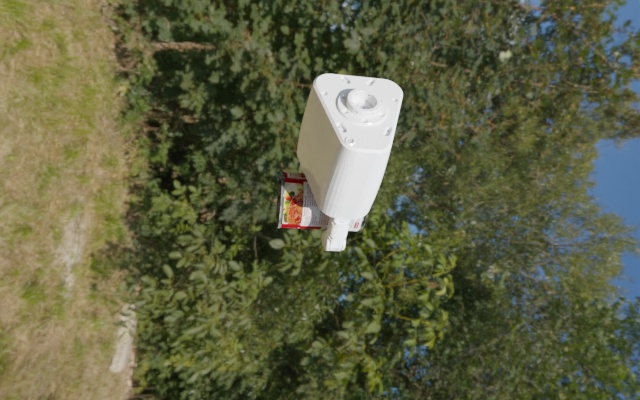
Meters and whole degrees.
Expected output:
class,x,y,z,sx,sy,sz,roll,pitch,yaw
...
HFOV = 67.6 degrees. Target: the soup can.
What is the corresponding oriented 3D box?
class,x,y,z,sx,sy,sz,roll,pitch,yaw
soup can,0.000,0.002,0.579,0.102,0.068,0.068,3,-1,-9
